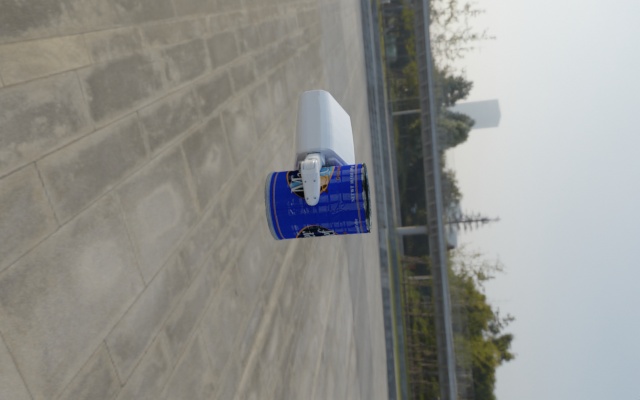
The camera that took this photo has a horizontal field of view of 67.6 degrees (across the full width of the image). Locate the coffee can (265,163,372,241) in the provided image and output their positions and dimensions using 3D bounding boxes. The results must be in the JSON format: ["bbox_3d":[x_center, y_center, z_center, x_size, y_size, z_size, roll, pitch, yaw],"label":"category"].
[{"bbox_3d":[0.000,0.002,0.698,0.140,0.103,0.103,-5,-1,9],"label":"coffee can"}]
